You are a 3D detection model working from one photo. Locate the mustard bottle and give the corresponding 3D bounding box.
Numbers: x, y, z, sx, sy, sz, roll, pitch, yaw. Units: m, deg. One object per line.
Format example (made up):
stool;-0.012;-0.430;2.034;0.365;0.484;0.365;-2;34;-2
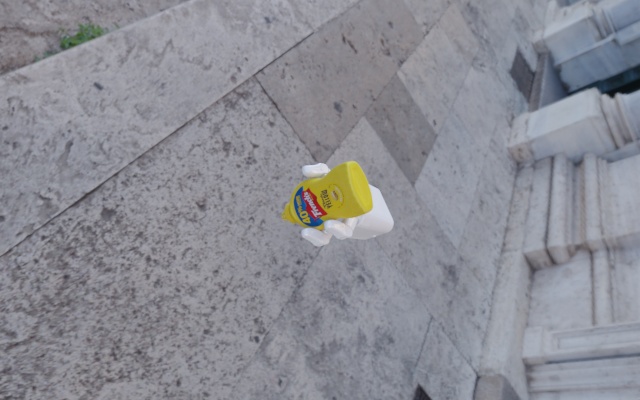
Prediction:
mustard bottle;0.000;0.003;0.878;0.192;0.096;0.058;-22;-2;37
